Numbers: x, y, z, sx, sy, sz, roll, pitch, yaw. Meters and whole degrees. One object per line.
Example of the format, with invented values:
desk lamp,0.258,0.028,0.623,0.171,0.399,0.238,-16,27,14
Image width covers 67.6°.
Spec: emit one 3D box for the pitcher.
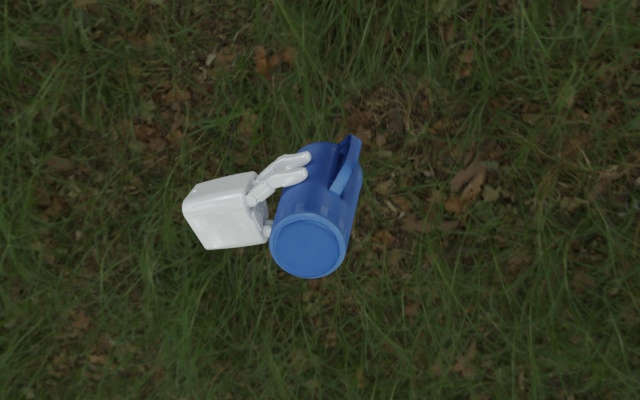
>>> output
pitcher,0.000,0.003,0.747,0.145,0.149,0.242,-7,27,11
